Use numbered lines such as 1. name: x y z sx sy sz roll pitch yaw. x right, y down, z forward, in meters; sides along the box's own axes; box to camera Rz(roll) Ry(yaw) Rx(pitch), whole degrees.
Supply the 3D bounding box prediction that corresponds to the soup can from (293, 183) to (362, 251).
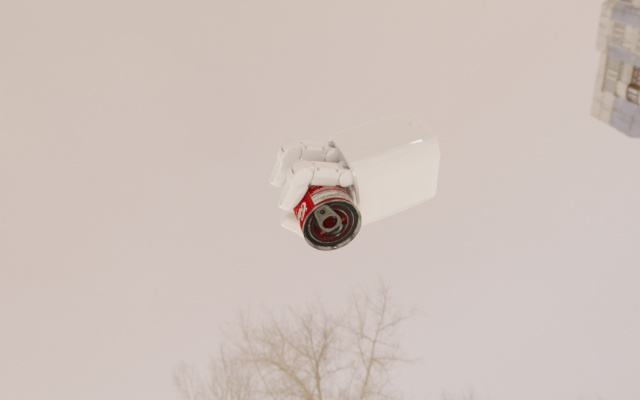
1. soup can: 0.000 0.002 0.564 0.068 0.068 0.102 0 32 -18
